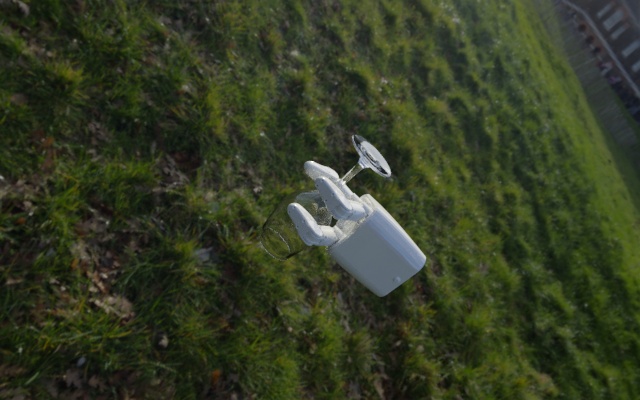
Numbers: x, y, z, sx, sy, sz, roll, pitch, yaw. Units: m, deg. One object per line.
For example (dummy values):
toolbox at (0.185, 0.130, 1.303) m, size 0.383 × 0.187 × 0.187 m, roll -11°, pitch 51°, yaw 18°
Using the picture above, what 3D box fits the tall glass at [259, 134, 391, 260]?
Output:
tall glass at (0.000, 0.002, 0.665) m, size 0.201 × 0.079 × 0.079 m, roll -42°, pitch -20°, yaw 23°
